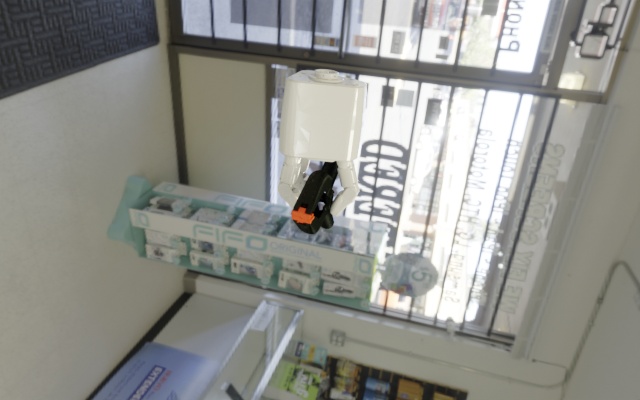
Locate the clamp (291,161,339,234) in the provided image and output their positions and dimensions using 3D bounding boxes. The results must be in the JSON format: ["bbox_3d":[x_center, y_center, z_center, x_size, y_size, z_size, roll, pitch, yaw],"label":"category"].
[{"bbox_3d":[0.001,0.003,0.725,0.036,0.165,0.210,13,26,11],"label":"clamp"}]
